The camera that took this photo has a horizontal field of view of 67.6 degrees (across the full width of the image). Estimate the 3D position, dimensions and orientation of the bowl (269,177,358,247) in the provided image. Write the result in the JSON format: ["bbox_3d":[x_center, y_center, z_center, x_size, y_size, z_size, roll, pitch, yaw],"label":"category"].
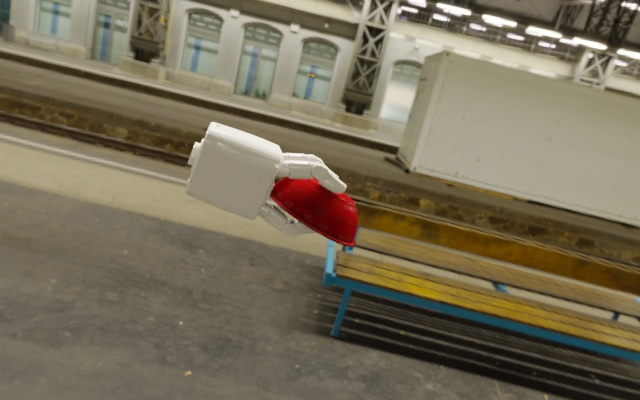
[{"bbox_3d":[0.001,0.003,0.726,0.162,0.055,0.162,33,8,-6],"label":"bowl"}]
